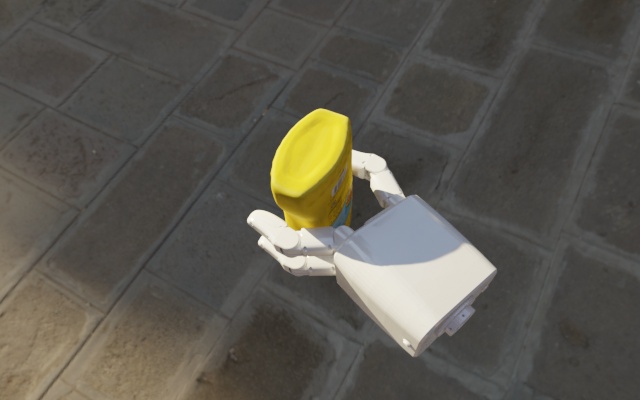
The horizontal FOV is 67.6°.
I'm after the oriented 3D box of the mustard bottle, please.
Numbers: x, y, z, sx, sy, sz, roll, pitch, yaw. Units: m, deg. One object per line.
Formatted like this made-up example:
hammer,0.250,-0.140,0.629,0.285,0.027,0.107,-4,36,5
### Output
mustard bottle,0.000,0.001,0.490,0.058,0.096,0.192,20,-25,16
